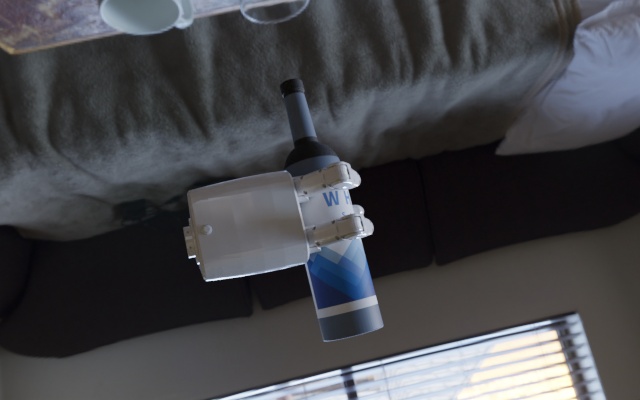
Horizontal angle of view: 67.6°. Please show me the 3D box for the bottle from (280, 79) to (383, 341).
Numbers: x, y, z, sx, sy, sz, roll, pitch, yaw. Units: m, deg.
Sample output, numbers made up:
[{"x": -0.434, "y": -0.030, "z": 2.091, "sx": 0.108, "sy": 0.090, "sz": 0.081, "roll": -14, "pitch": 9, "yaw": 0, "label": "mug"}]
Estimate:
[{"x": 0.000, "y": 0.002, "z": 0.537, "sx": 0.069, "sy": 0.295, "sz": 0.069, "roll": -14, "pitch": -11, "yaw": -3, "label": "bottle"}]
